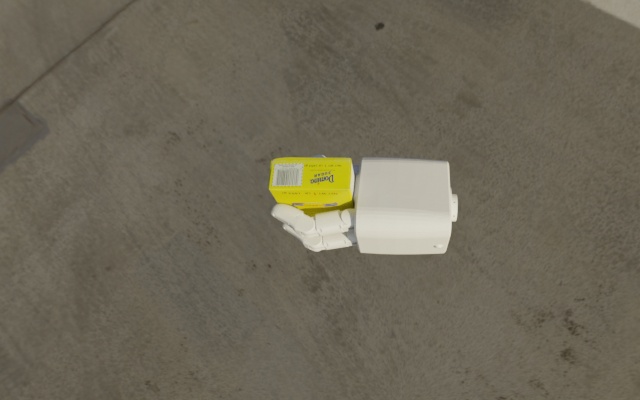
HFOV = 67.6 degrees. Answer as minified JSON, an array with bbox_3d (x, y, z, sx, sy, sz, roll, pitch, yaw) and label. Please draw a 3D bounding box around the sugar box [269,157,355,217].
[{"bbox_3d":[0.000,0.002,0.604,0.093,0.048,0.176,1,-23,10],"label":"sugar box"}]
